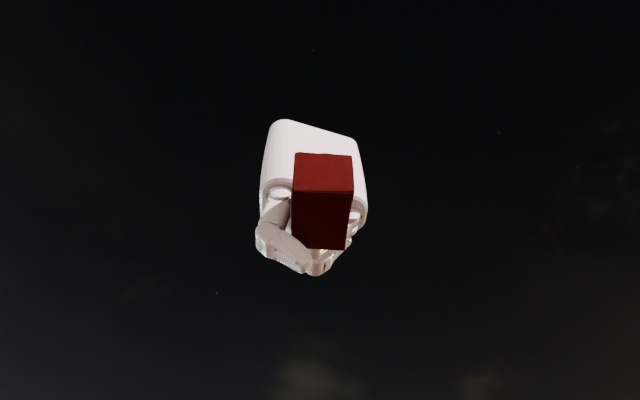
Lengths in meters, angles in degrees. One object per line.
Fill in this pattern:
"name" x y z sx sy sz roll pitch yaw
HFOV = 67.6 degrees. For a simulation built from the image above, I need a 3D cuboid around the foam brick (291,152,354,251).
"foam brick" 0.000 0.001 0.433 0.053 0.051 0.078 4 -44 -2
